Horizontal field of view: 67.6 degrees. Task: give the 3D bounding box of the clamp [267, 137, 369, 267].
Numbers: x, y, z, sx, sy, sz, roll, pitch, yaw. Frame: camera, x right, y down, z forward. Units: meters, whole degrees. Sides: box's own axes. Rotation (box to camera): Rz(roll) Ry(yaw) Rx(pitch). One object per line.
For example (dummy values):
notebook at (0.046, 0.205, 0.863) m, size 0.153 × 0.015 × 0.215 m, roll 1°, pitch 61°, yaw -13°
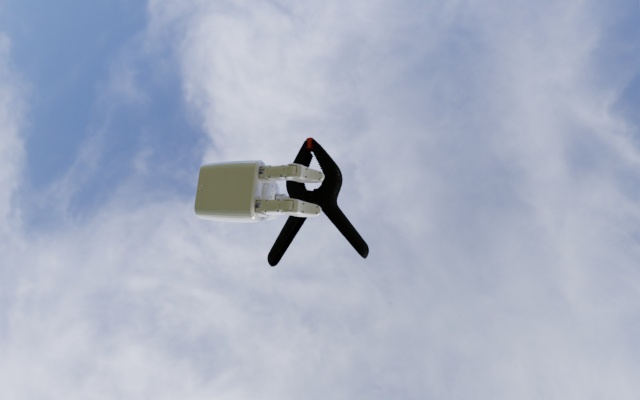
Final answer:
clamp at (0.000, 0.002, 0.755) m, size 0.164 × 0.210 × 0.036 m, roll 0°, pitch -13°, yaw 20°
